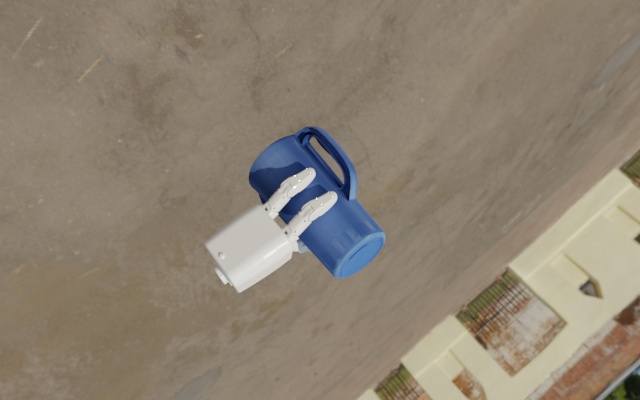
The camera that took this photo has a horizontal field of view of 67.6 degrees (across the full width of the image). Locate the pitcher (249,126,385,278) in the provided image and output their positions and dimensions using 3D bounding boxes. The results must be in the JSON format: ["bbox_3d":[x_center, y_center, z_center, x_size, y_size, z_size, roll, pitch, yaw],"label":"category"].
[{"bbox_3d":[0.000,0.003,0.808,0.145,0.242,0.149,-35,-26,-14],"label":"pitcher"}]
